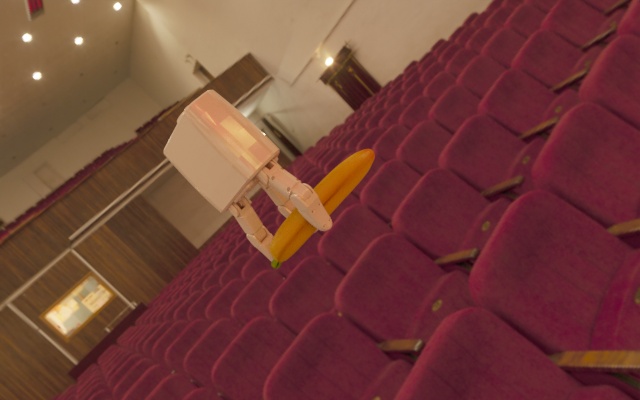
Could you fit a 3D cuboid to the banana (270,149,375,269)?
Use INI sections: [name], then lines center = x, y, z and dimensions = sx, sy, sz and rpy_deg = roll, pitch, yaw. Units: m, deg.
[banana]
center = -0.001, 0.004, 0.588
dimensions = 0.037, 0.198, 0.069
rpy_deg = 43, -3, -2
